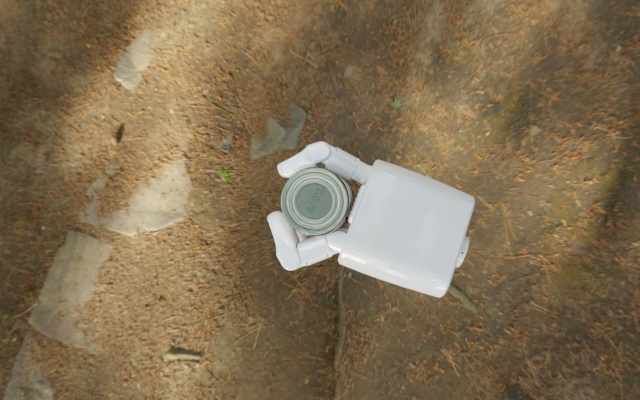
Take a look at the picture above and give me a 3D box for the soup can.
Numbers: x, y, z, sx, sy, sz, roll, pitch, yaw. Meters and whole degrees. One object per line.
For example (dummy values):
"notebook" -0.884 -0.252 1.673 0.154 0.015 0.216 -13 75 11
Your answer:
"soup can" 0.000 0.001 0.501 0.068 0.068 0.102 0 -1 7
